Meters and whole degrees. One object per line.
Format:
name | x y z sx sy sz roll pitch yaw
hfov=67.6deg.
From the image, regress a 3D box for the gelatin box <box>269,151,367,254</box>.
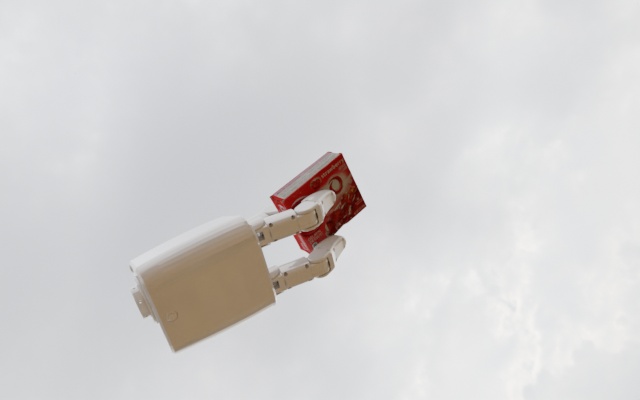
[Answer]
gelatin box | 0.000 0.001 0.516 0.089 0.073 0.030 -40 30 -22
